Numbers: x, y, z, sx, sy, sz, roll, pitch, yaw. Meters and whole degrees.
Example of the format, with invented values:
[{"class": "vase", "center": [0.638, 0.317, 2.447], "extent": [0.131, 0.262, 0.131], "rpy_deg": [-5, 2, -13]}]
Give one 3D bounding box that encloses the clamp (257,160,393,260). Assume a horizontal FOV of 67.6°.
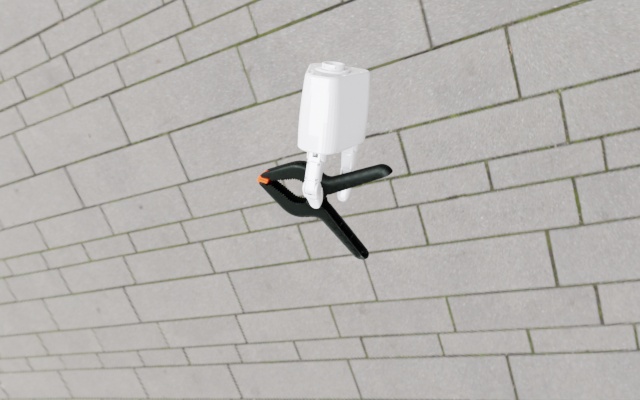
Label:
[{"class": "clamp", "center": [-0.001, 0.002, 0.748], "extent": [0.210, 0.165, 0.036], "rpy_deg": [13, 27, 16]}]
